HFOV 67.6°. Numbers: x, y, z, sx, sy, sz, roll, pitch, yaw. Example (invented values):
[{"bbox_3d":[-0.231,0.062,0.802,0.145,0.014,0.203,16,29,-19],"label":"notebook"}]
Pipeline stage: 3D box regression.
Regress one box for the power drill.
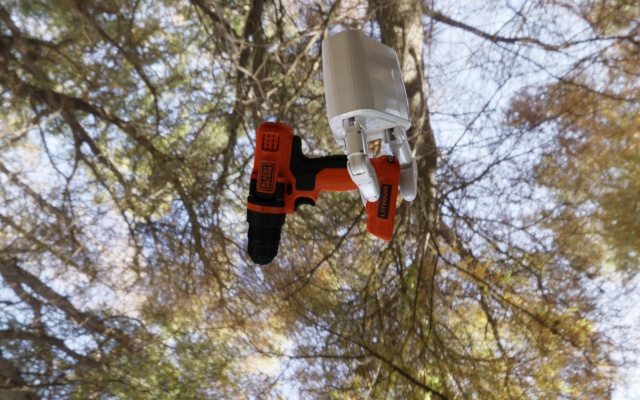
[{"bbox_3d":[0.001,0.002,0.600,0.187,0.184,0.057,7,11,3],"label":"power drill"}]
